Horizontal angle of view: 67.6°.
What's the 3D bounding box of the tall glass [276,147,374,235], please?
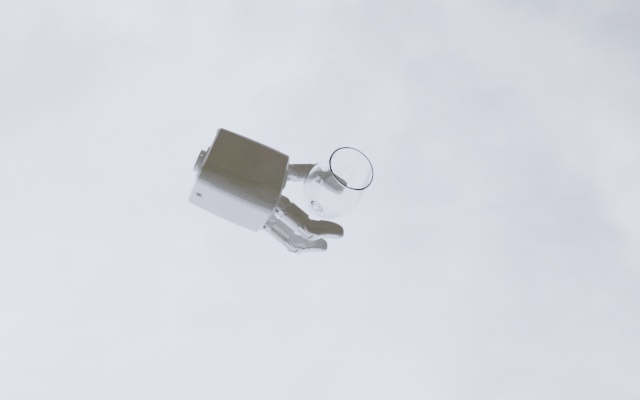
[{"bbox_3d":[0.000,0.003,0.674,0.079,0.079,0.201,0,-25,-26],"label":"tall glass"}]
